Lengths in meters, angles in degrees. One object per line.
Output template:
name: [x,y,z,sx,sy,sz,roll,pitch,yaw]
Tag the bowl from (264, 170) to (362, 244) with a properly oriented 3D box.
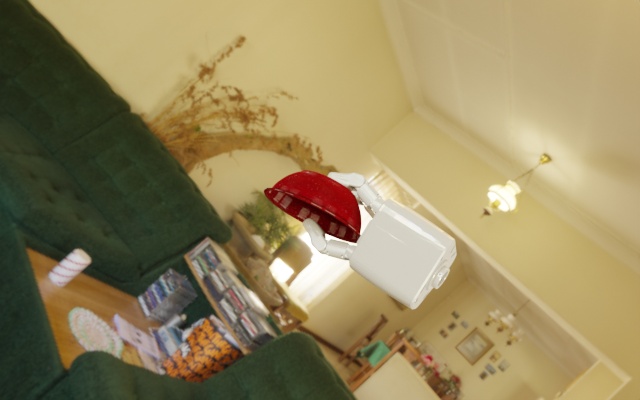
bowl: [-0.001,0.001,0.701,0.162,0.055,0.162,25,-13,6]
